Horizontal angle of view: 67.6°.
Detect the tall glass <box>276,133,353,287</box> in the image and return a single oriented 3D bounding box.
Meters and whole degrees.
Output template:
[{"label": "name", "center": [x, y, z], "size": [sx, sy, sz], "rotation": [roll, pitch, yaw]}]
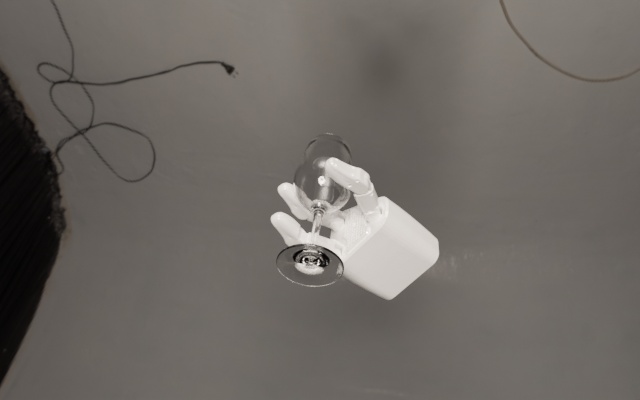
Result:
[{"label": "tall glass", "center": [0.000, 0.002, 0.586], "size": [0.079, 0.200, 0.079], "rotation": [5, -44, 4]}]
